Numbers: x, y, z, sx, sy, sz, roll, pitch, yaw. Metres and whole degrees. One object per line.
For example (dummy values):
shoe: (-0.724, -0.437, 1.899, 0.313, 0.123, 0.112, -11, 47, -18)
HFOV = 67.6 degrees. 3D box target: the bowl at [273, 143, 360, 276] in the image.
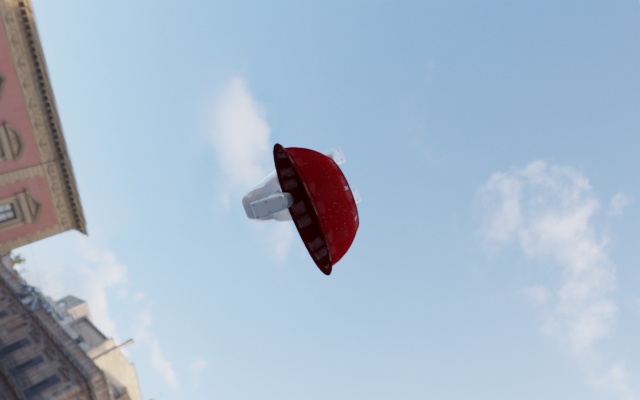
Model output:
bowl: (0.001, 0.002, 0.550, 0.055, 0.162, 0.162, -22, 5, -12)
